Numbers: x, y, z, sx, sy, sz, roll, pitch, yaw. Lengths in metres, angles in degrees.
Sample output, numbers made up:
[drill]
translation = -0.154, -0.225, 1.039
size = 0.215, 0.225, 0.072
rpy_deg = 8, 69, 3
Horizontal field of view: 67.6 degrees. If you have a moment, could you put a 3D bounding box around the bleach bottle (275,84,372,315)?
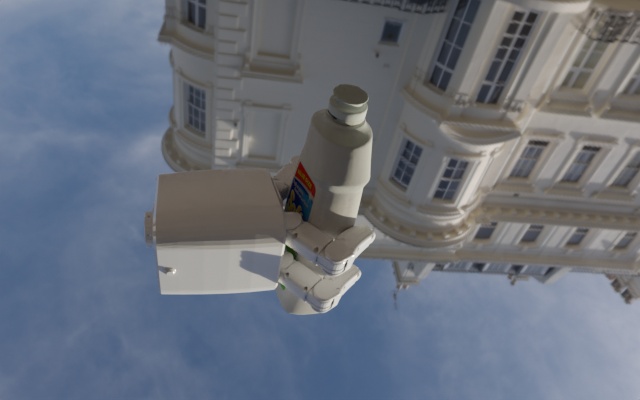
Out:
[bleach bottle]
translation = 0.000, 0.002, 0.458
size = 0.068, 0.251, 0.102
rpy_deg = -2, 45, -16
